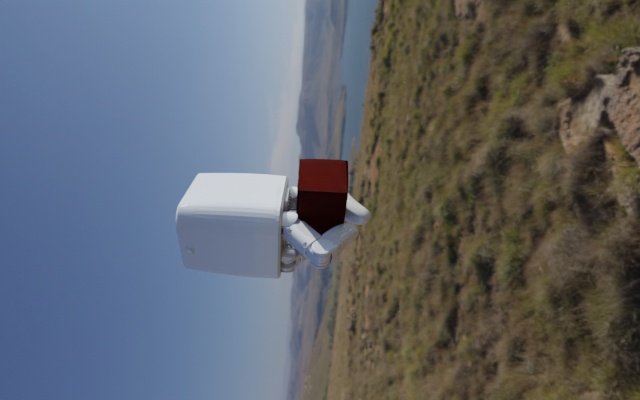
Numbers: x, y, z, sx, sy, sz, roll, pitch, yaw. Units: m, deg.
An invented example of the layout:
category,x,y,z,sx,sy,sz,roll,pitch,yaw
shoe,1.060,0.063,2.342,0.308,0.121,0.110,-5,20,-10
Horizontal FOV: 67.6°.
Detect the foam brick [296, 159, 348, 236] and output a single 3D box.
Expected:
category,x,y,z,sx,sy,sz,roll,pitch,yaw
foam brick,0.000,0.001,0.505,0.051,0.078,0.053,4,43,-1
